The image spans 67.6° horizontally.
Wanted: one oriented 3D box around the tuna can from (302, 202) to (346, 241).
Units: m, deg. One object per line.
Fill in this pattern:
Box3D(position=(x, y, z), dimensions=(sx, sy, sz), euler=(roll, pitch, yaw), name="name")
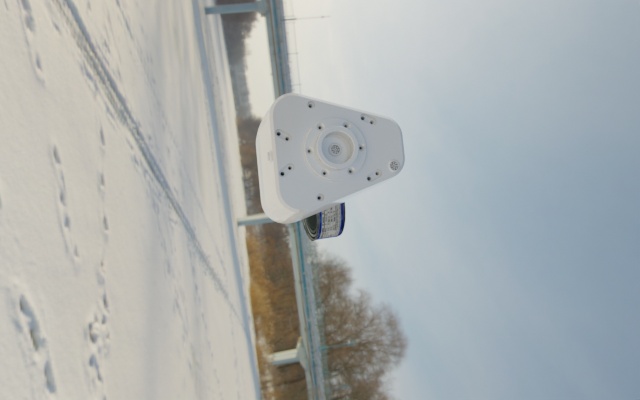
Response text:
Box3D(position=(0.001, 0.002, 0.547), dimensions=(0.034, 0.086, 0.086), euler=(-8, 2, -15), name="tuna can")
